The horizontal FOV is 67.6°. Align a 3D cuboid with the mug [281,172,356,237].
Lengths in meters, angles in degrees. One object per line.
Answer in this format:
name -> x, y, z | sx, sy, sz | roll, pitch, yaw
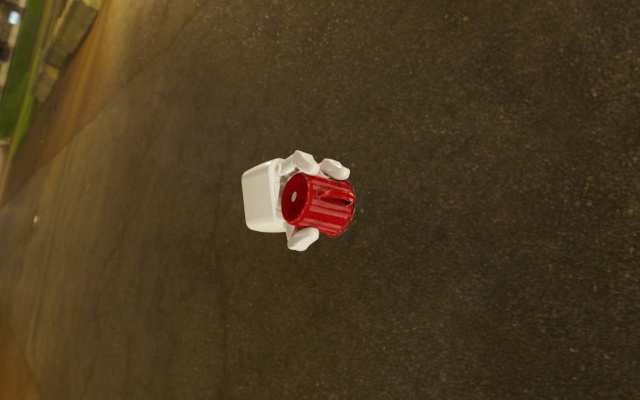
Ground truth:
mug -> 0.001, 0.002, 0.717 | 0.081, 0.093, 0.117 | 14, -16, -34
